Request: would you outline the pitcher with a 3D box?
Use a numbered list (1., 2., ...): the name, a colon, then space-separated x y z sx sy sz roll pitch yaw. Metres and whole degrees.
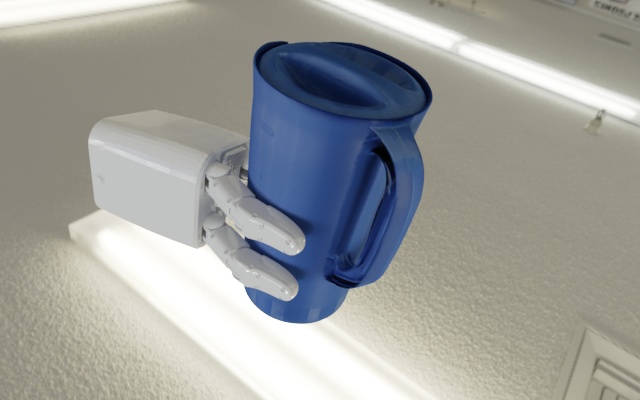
1. pitcher: 0.000 0.001 0.410 0.145 0.243 0.149 19 38 7
